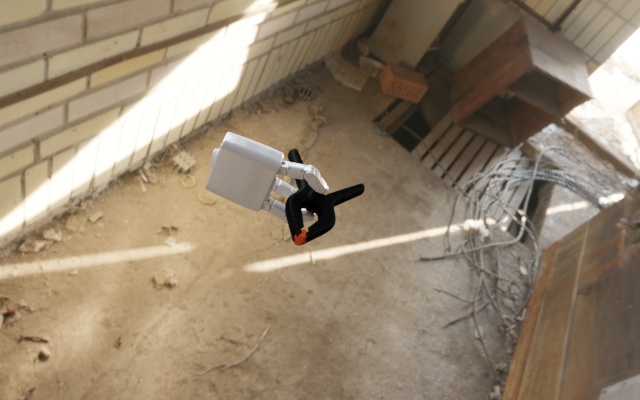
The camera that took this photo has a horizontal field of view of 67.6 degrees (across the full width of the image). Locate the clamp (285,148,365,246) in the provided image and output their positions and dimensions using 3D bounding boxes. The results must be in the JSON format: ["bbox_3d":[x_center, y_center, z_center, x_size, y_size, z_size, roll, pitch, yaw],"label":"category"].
[{"bbox_3d":[0.000,0.003,0.870,0.164,0.209,0.036,22,-45,-10],"label":"clamp"}]
